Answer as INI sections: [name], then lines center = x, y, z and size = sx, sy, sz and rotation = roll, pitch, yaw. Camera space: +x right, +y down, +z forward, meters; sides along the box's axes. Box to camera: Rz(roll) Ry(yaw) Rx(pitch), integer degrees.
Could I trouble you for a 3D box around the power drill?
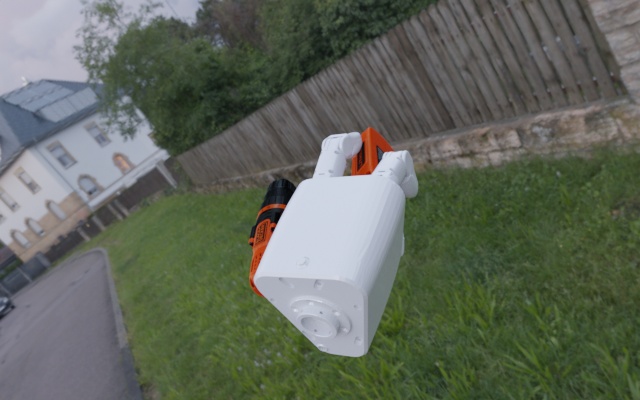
[power drill]
center = 0.000, 0.002, 0.534
size = 0.188, 0.184, 0.057
rotation = -36, -59, 26
